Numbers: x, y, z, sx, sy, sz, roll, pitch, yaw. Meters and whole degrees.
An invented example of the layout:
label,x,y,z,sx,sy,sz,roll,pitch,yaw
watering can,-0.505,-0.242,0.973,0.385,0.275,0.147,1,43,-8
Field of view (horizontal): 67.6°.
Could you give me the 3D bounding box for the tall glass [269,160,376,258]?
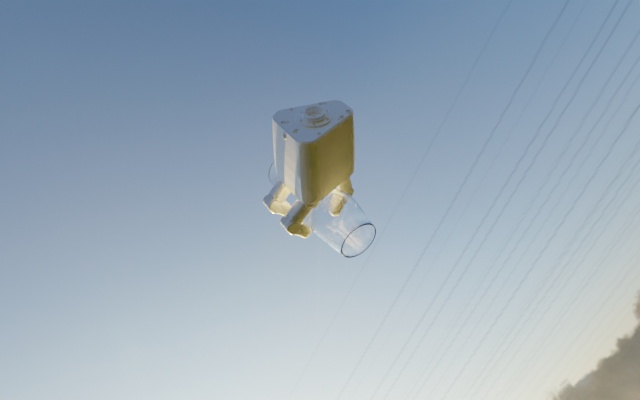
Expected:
label,x,y,z,sx,sy,sz,roll,pitch,yaw
tall glass,0.000,0.002,0.739,0.079,0.079,0.201,0,34,-42
